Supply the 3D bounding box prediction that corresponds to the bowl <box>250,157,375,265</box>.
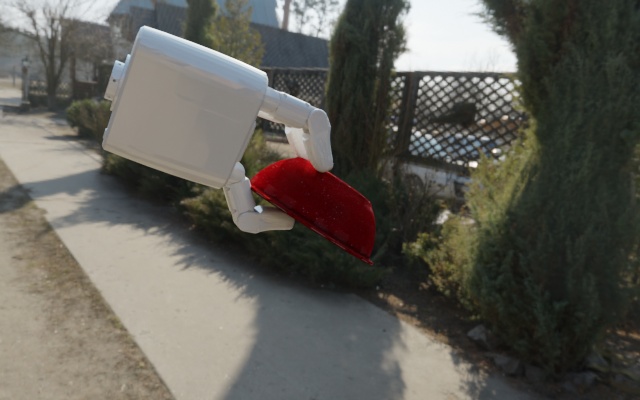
[{"bbox_3d":[0.001,0.002,0.500,0.162,0.055,0.162,33,-1,1],"label":"bowl"}]
